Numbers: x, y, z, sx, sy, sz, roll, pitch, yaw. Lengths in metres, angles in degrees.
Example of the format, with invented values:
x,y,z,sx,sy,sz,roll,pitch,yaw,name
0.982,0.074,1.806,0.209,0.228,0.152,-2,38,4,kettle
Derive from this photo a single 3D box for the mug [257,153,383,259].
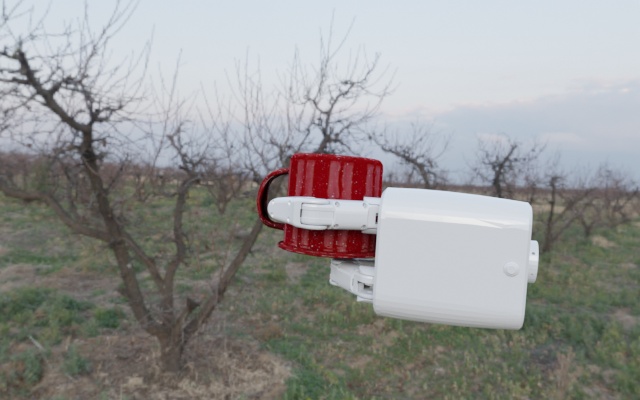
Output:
x,y,z,sx,sy,sz,roll,pitch,yaw,name
-0.001,0.001,0.421,0.117,0.081,0.093,5,3,17,mug
